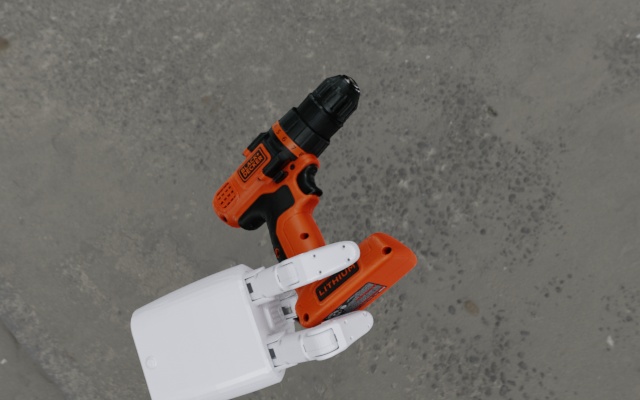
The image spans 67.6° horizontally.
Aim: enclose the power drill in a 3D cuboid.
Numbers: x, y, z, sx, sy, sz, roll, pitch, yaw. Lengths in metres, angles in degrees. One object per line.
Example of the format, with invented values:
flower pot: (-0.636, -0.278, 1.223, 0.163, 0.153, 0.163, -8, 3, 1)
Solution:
power drill: (0.000, 0.002, 0.421, 0.184, 0.187, 0.057, -45, -35, 17)
